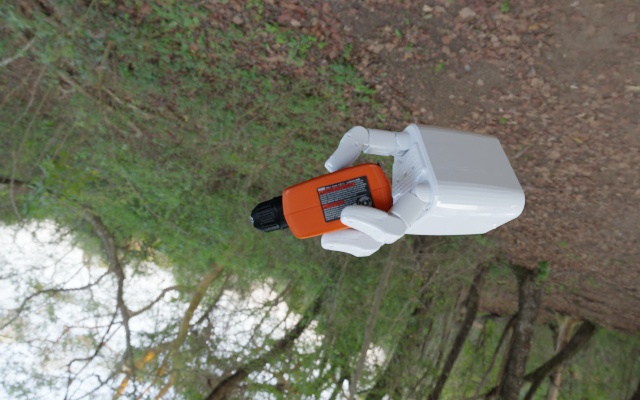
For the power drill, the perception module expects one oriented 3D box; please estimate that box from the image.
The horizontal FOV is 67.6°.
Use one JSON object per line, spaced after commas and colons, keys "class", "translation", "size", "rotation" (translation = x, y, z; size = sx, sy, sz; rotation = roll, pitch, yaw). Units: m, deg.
{"class": "power drill", "translation": [0.000, 0.002, 0.546], "size": [0.184, 0.057, 0.187], "rotation": [-18, 3, 0]}
